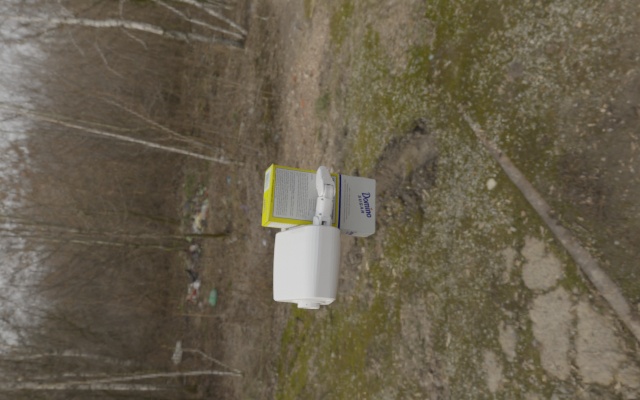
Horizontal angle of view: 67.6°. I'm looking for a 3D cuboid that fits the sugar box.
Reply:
[{"bbox_3d":[0.000,0.003,0.756,0.176,0.093,0.048,9,-16,-20],"label":"sugar box"}]
